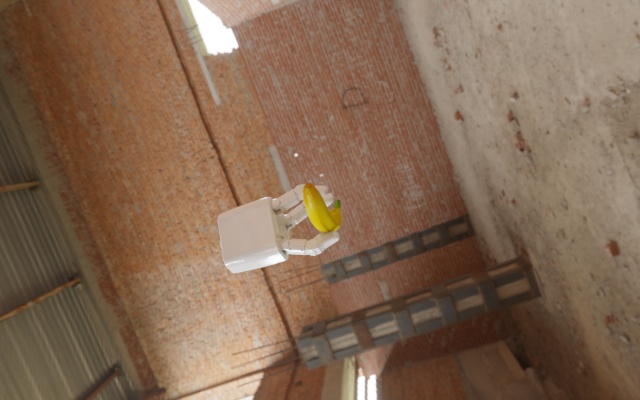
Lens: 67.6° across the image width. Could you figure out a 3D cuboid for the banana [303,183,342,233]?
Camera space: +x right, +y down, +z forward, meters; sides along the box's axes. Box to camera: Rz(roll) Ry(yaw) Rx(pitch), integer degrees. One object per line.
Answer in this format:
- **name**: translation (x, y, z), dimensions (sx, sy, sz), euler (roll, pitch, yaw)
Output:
- **banana**: translation (0.005, 0.021, 0.818), dimensions (0.037, 0.069, 0.198), euler (-14, -12, 12)
